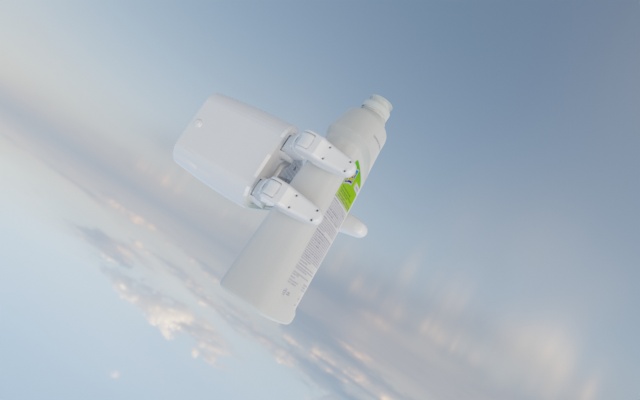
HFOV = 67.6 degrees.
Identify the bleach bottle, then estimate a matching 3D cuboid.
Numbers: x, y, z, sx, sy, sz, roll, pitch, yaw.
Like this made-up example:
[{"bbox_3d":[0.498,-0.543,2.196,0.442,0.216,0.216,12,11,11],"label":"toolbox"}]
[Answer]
[{"bbox_3d":[0.000,0.002,0.496,0.068,0.251,0.103,29,-11,19],"label":"bleach bottle"}]
